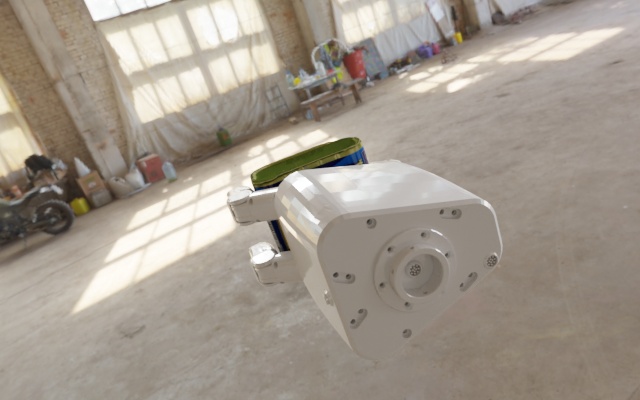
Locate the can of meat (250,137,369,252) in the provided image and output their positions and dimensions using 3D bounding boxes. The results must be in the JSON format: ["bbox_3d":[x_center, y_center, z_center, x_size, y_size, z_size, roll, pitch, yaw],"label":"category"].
[{"bbox_3d":[0.000,0.001,0.407,0.102,0.084,0.057,-22,19,-5],"label":"can of meat"}]
